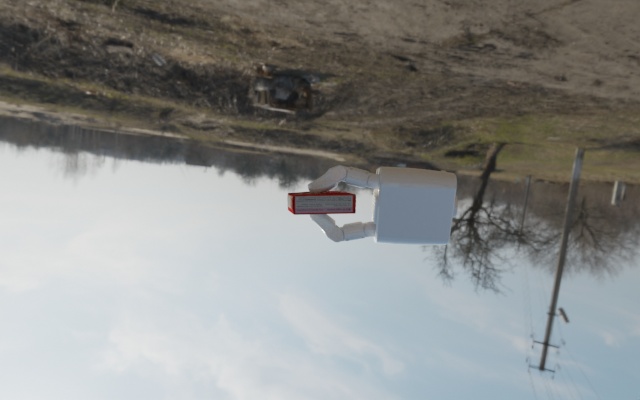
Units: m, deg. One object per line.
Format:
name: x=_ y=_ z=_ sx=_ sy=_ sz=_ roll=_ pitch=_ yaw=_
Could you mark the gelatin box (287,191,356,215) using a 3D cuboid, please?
gelatin box: x=0.000 y=0.003 z=0.683 sx=0.089 sy=0.030 sz=0.073 roll=-2 pitch=4 yaw=-10
